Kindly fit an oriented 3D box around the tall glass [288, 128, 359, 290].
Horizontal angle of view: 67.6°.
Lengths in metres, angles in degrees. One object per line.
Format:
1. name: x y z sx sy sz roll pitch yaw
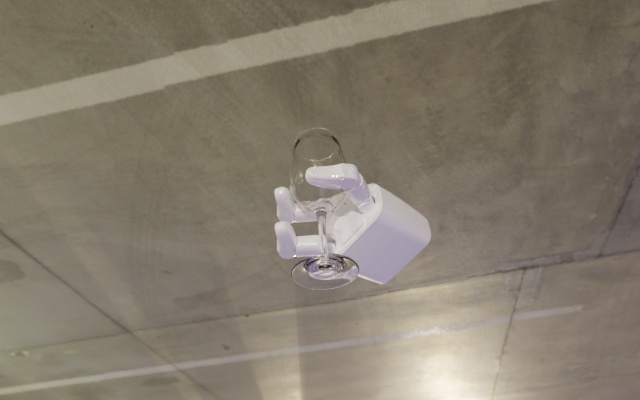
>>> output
1. tall glass: 0.000 0.002 0.580 0.079 0.200 0.079 -3 -39 -2
